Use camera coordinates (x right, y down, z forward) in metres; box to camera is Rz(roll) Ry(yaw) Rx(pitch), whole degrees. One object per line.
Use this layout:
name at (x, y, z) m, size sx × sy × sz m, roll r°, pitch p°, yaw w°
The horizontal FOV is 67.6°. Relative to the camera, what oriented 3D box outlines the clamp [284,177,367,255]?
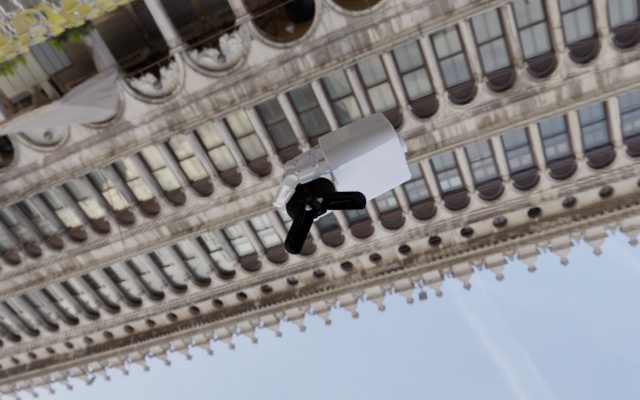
clamp at (0.000, 0.003, 0.665) m, size 0.120 × 0.039 × 0.171 m, roll -26°, pitch 26°, yaw 6°
